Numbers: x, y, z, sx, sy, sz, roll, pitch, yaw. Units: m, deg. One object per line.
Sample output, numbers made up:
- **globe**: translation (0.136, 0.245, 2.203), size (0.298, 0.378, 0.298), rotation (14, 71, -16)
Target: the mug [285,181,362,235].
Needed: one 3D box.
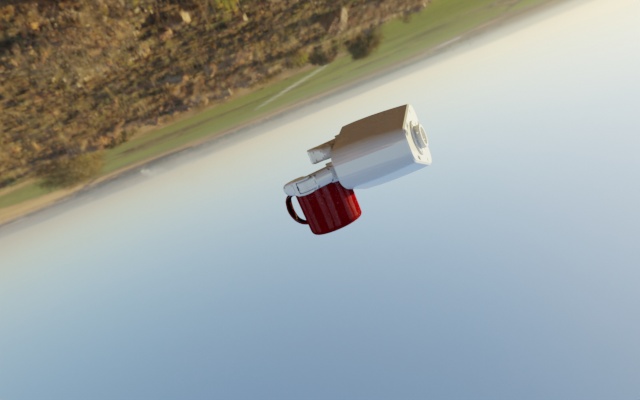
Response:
- **mug**: translation (-0.001, 0.003, 0.711), size (0.117, 0.081, 0.093), rotation (-19, 10, 27)
